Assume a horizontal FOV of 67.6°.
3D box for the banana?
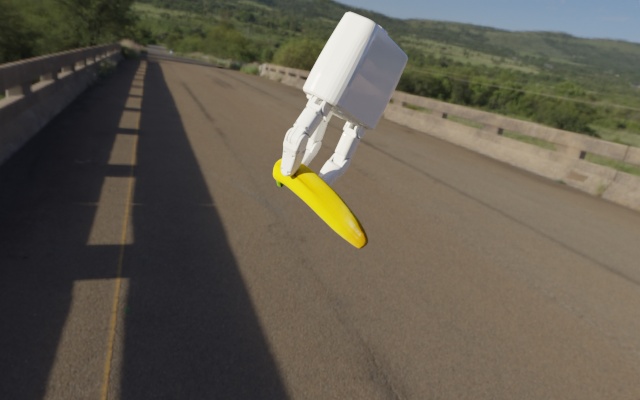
[{"bbox_3d":[-0.010,-0.010,0.603,0.197,0.037,0.070,39,-10,45],"label":"banana"}]
